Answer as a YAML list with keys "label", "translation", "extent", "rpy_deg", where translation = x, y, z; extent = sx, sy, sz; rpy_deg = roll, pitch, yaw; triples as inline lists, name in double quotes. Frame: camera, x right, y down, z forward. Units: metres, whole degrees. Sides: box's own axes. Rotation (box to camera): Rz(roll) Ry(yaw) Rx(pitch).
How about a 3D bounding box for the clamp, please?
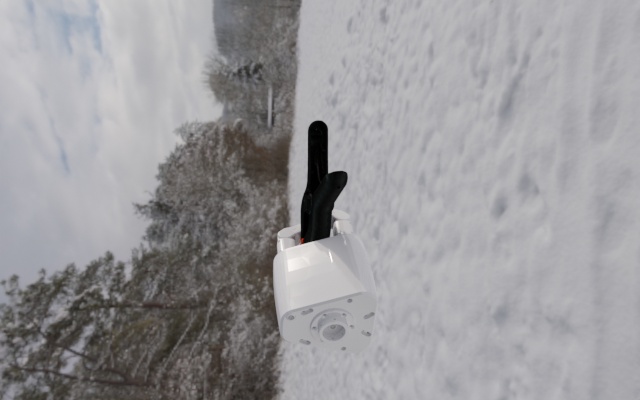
- label: "clamp"
  translation: [-0.001, 0.002, 0.581]
  extent: [0.039, 0.172, 0.120]
  rpy_deg: [0, 30, -8]
